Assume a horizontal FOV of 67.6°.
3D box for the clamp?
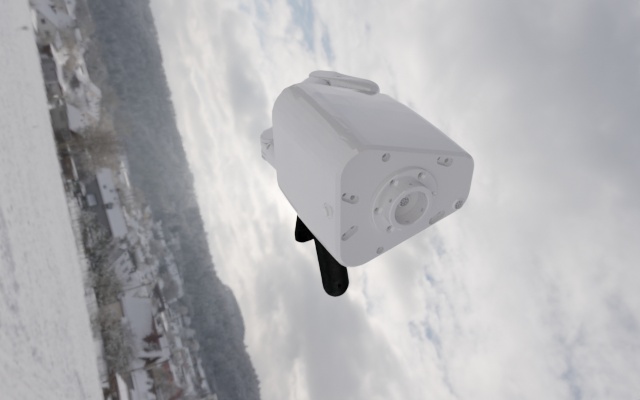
[{"bbox_3d":[0.001,0.001,0.446,0.039,0.172,0.120,-15,36,-19],"label":"clamp"}]
